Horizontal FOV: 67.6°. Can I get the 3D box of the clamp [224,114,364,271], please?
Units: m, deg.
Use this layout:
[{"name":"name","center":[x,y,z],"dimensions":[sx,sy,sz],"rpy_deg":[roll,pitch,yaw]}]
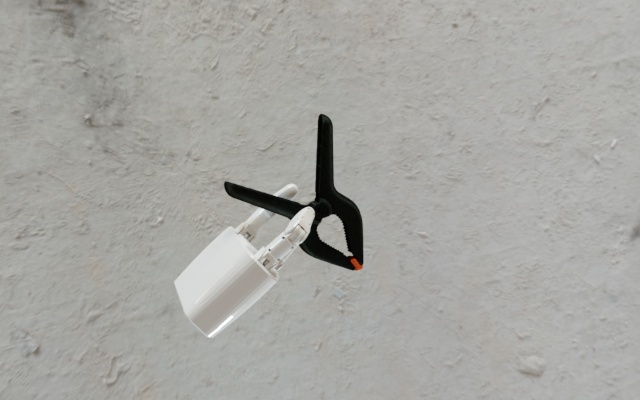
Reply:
[{"name":"clamp","center":[0.000,0.003,0.638],"dimensions":[0.164,0.210,0.036],"rpy_deg":[-43,13,-3]}]
